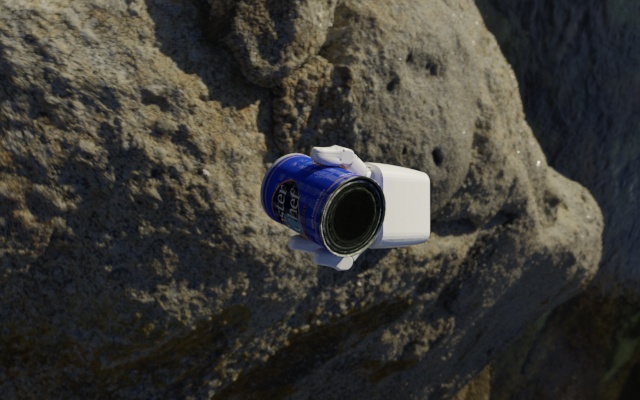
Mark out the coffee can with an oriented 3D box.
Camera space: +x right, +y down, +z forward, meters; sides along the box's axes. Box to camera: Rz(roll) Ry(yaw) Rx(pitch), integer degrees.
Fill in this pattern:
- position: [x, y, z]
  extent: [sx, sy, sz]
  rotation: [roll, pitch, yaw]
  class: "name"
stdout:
- position: [0.000, 0.002, 0.622]
  extent: [0.103, 0.103, 0.140]
  rotation: [0, 15, -38]
  class: "coffee can"
